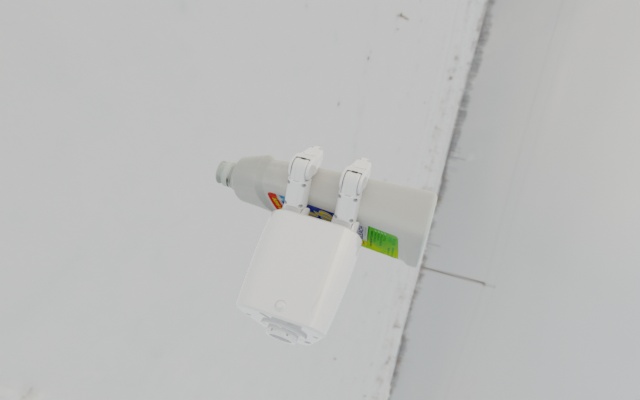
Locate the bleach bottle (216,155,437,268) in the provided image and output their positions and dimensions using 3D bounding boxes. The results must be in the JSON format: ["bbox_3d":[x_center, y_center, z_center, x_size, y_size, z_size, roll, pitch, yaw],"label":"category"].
[{"bbox_3d":[0.000,0.002,0.549,0.251,0.068,0.103,15,-25,14],"label":"bleach bottle"}]
